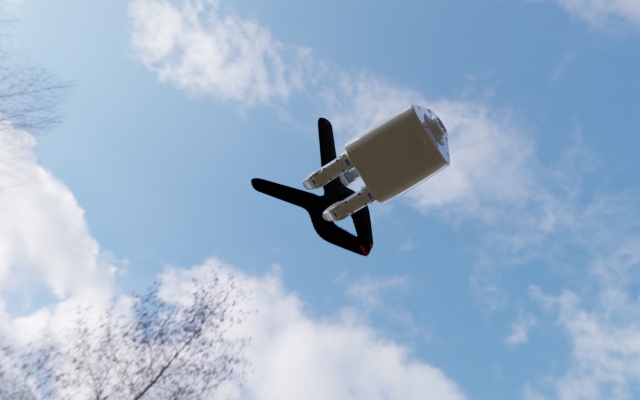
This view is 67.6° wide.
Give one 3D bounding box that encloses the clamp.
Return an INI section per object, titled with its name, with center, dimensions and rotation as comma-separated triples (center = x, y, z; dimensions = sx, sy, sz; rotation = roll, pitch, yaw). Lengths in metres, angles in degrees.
[clamp]
center = 0.001, 0.002, 0.726
dimensions = 0.164, 0.210, 0.036
rotation = -30, 7, 27
